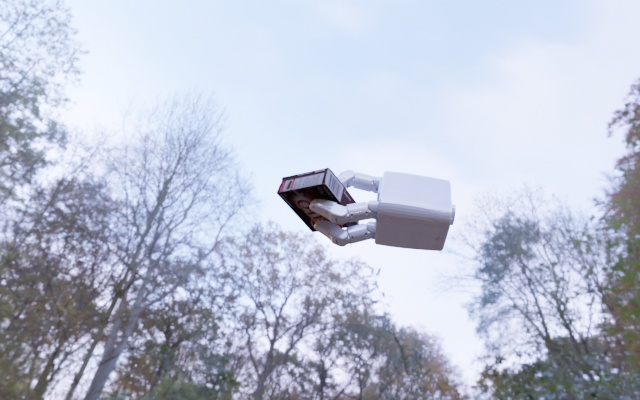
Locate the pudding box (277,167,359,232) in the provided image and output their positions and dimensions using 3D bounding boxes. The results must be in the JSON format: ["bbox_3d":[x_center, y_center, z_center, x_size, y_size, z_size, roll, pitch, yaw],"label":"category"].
[{"bbox_3d":[0.000,0.002,0.752,0.090,0.039,0.113,-11,-45,31],"label":"pudding box"}]
